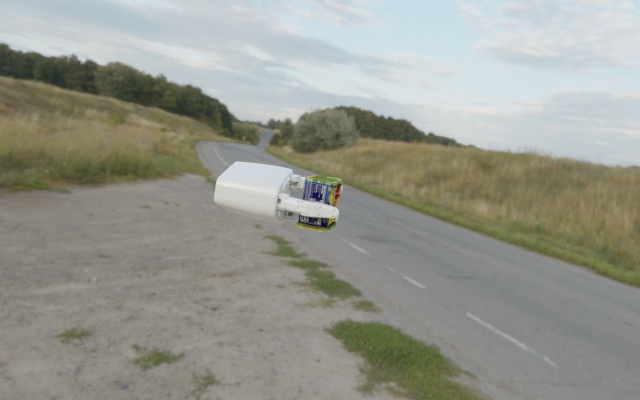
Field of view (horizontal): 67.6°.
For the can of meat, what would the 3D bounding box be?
[{"bbox_3d":[0.000,0.002,0.812,0.057,0.084,0.102,11,7,11],"label":"can of meat"}]
